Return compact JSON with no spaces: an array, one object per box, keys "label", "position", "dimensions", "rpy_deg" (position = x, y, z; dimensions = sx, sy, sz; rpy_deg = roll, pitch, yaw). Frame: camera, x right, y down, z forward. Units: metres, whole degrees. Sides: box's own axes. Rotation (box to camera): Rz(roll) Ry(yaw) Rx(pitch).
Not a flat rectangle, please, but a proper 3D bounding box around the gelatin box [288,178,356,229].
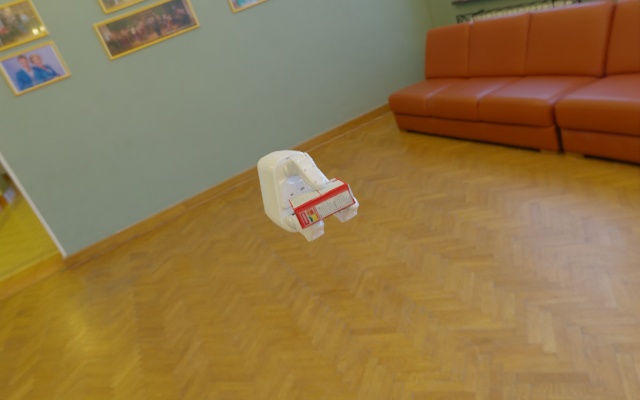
[{"label":"gelatin box","position":[0.000,0.002,0.610],"dimensions":[0.073,0.030,0.089],"rpy_deg":[-26,10,-4]}]
